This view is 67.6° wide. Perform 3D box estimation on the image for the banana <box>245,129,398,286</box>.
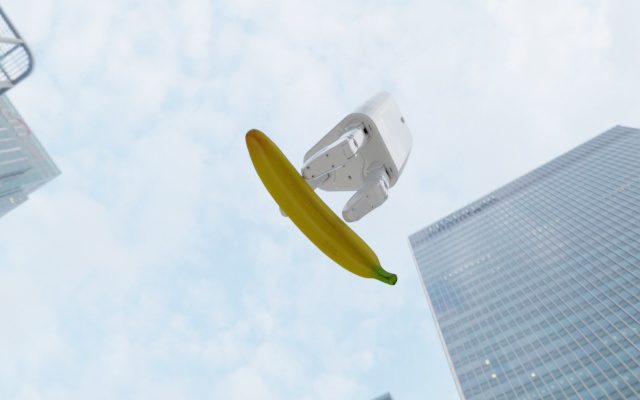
[{"bbox_3d":[-0.004,0.010,0.472,0.037,0.198,0.070,-46,1,-30],"label":"banana"}]
